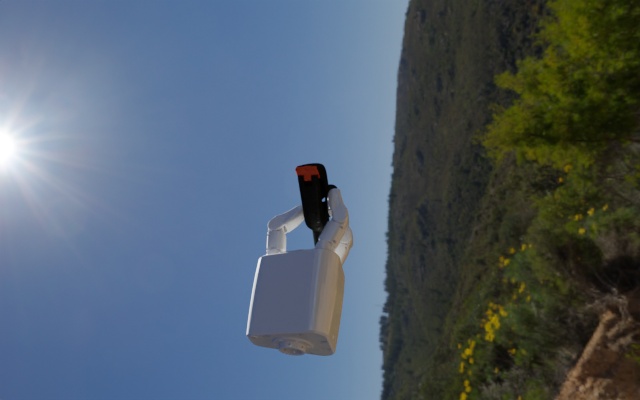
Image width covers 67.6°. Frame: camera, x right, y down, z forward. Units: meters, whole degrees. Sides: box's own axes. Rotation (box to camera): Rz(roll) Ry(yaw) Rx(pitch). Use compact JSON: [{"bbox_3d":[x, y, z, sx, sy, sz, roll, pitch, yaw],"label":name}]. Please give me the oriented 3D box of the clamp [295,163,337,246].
[{"bbox_3d":[-0.001,0.002,0.688,0.036,0.164,0.210,-3,-35,9],"label":"clamp"}]
